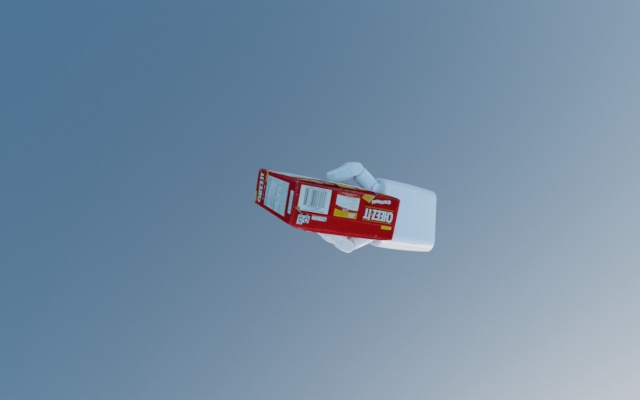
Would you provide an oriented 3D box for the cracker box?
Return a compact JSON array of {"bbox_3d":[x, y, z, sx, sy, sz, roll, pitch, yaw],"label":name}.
[{"bbox_3d":[0.000,0.002,0.759,0.164,0.072,0.213,9,4,-22],"label":"cracker box"}]
